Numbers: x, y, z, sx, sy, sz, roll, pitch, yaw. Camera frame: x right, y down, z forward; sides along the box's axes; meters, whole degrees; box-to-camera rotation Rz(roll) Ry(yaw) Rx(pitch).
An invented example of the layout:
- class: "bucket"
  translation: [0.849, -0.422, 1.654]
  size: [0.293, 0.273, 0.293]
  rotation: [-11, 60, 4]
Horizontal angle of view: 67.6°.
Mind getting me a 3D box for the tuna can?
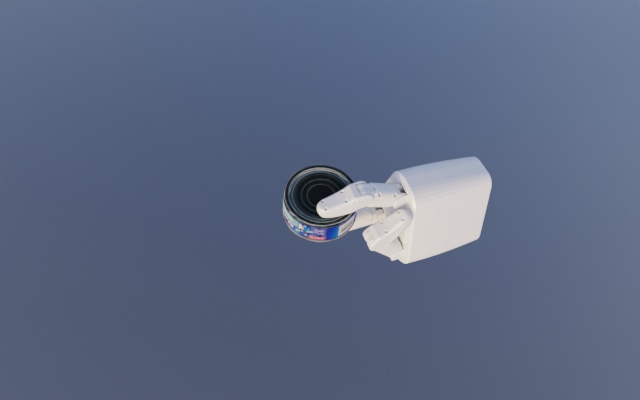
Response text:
- class: "tuna can"
  translation: [0.000, 0.001, 0.537]
  size: [0.086, 0.086, 0.034]
  rotation: [0, -33, -4]
